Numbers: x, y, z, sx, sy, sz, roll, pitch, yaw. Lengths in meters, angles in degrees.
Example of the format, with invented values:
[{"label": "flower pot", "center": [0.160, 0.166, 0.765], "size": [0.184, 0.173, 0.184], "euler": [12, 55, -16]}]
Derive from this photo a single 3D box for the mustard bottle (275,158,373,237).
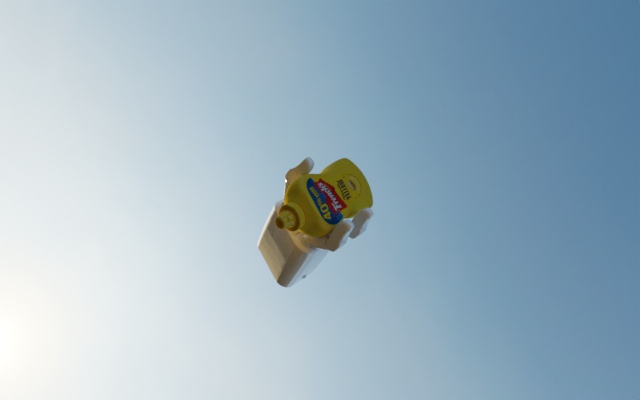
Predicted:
[{"label": "mustard bottle", "center": [0.000, 0.002, 0.729], "size": [0.058, 0.096, 0.191], "euler": [-28, -1, 43]}]
